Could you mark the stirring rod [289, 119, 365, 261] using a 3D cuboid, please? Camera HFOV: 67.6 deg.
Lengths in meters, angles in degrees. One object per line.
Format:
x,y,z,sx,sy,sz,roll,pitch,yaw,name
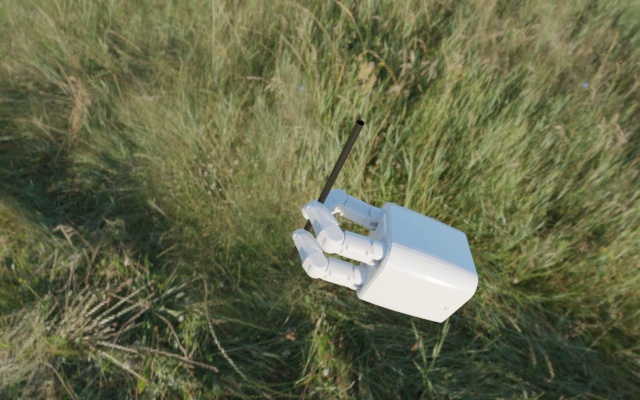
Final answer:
0.000,0.002,0.522,0.011,0.011,0.240,0,-37,-22,stirring rod
